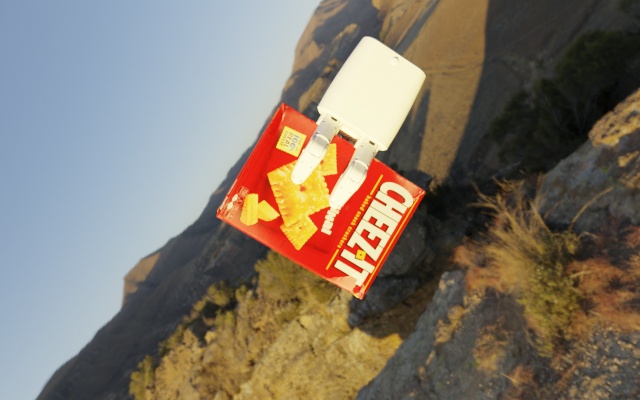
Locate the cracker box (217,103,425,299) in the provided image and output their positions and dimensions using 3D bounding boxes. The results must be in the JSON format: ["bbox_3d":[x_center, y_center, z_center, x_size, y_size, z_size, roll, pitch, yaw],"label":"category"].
[{"bbox_3d":[0.000,0.002,0.615,0.214,0.164,0.072,31,0,-7],"label":"cracker box"}]
